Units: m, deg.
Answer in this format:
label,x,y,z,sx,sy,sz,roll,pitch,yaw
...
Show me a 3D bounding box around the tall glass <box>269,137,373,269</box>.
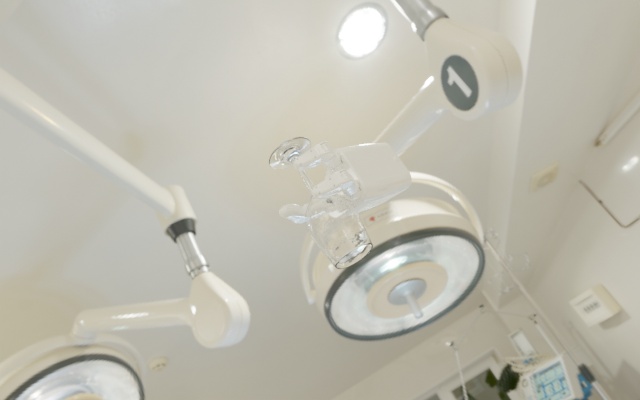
label,x,y,z,sx,sy,sz,roll,pitch,yaw
tall glass,0.000,0.002,0.713,0.079,0.201,0.079,-26,-25,-13
